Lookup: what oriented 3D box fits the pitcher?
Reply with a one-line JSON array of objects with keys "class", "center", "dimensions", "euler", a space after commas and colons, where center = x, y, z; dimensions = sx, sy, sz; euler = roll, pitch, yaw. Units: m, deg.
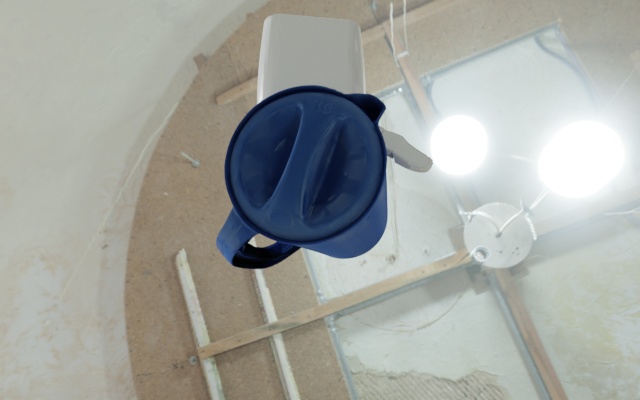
[{"class": "pitcher", "center": [0.000, 0.001, 0.488], "dimensions": [0.149, 0.145, 0.243], "euler": [-2, -13, 11]}]
